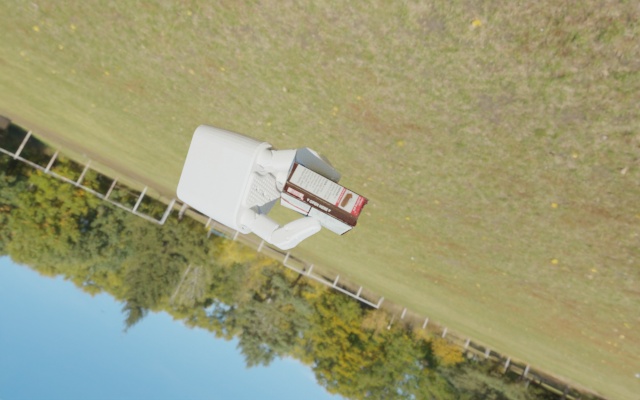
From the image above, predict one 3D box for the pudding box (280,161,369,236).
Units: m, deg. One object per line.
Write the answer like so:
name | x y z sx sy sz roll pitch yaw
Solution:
pudding box | 0.000 0.002 0.549 0.090 0.039 0.113 26 -8 -1
